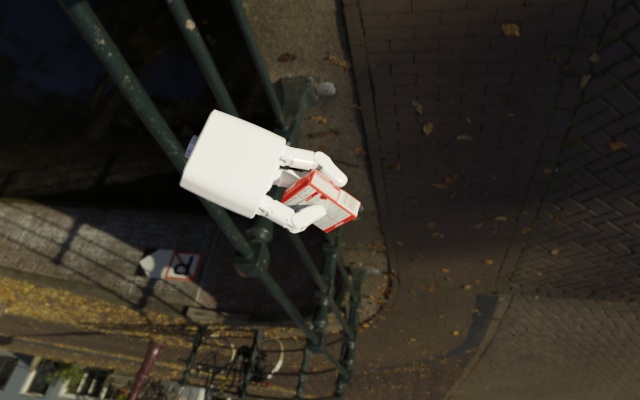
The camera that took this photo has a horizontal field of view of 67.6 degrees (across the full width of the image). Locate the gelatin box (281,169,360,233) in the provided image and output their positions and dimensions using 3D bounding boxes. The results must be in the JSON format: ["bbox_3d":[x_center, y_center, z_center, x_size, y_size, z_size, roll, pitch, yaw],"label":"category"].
[{"bbox_3d":[0.000,0.003,0.683,0.089,0.030,0.073,35,-39,-19],"label":"gelatin box"}]
